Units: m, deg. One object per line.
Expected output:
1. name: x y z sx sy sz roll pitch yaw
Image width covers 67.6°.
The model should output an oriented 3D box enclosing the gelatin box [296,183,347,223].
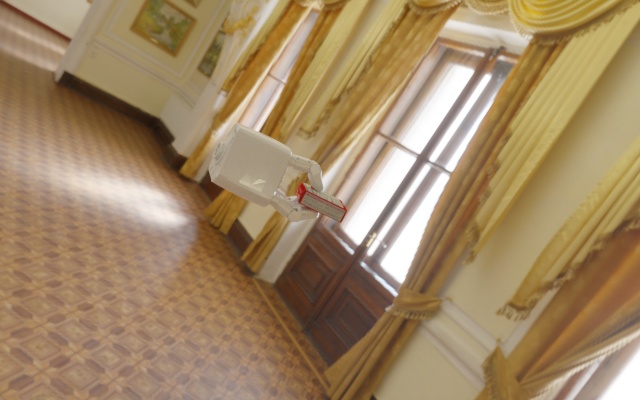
1. gelatin box: 0.001 0.003 0.883 0.089 0.030 0.073 25 10 -12
